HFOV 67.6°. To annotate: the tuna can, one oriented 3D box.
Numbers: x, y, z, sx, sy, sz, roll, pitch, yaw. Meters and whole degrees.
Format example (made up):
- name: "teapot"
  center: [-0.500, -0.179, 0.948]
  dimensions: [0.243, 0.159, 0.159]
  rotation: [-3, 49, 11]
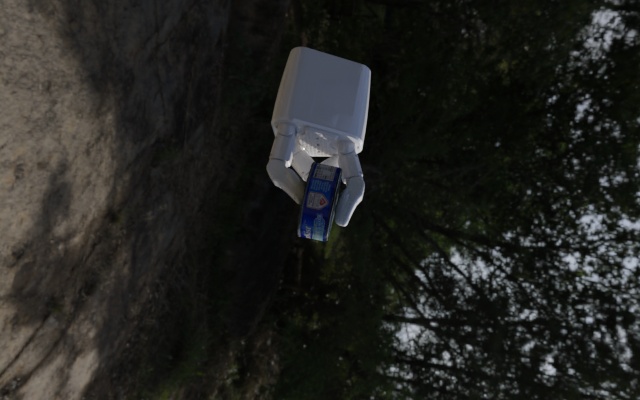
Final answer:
- name: "tuna can"
  center: [0.001, 0.002, 0.533]
  dimensions: [0.034, 0.086, 0.086]
  rotation: [12, 1, 4]
